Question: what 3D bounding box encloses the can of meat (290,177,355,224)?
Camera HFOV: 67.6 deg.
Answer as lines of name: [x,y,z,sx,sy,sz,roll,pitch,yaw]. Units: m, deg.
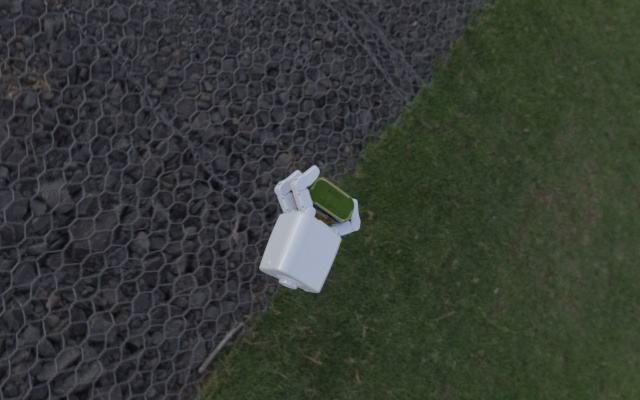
can of meat: [0.000,0.003,0.868,0.102,0.057,0.084,34,-22,-24]
